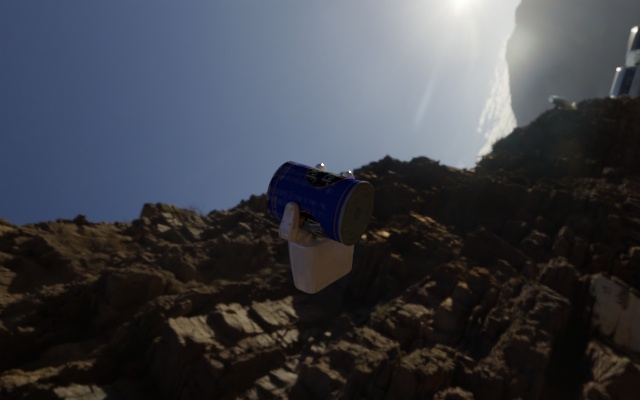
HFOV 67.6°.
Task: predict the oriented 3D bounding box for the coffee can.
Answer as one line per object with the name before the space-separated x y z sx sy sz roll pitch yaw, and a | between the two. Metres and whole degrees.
coffee can | 0.000 0.002 0.760 0.140 0.103 0.103 18 9 28
